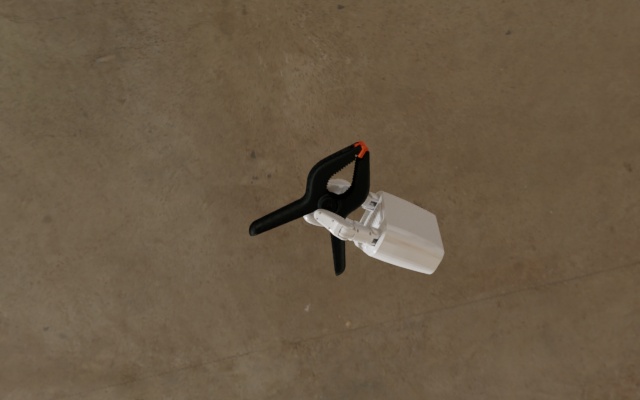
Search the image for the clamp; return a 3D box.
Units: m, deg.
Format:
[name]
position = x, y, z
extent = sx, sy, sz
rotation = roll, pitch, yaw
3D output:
[clamp]
position = 0.001, 0.002, 0.704
extent = 0.164, 0.210, 0.036
rotation = 20, 19, -16
